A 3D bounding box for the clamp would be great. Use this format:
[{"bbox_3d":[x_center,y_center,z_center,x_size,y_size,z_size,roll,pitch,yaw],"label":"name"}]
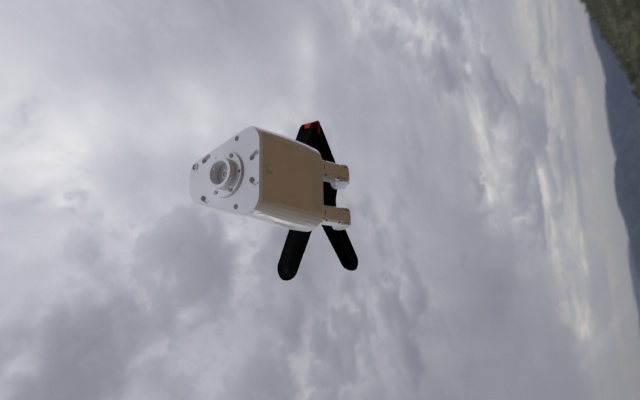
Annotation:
[{"bbox_3d":[-0.001,0.002,0.633,0.036,0.210,0.164,-8,-14,32],"label":"clamp"}]
